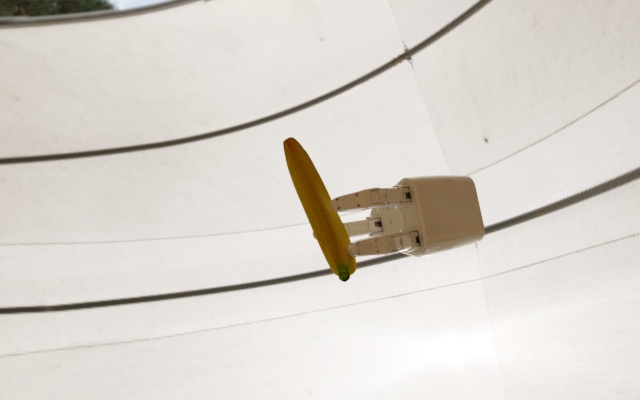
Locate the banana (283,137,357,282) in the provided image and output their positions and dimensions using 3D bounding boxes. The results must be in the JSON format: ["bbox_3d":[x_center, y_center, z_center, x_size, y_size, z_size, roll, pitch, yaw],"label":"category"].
[{"bbox_3d":[0.002,0.013,0.566,0.037,0.197,0.070,-21,-28,-8],"label":"banana"}]
